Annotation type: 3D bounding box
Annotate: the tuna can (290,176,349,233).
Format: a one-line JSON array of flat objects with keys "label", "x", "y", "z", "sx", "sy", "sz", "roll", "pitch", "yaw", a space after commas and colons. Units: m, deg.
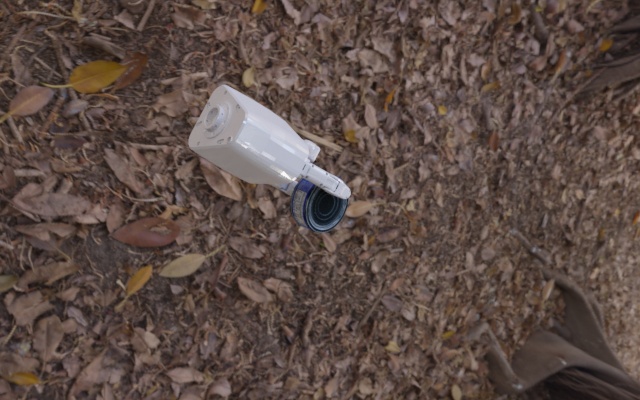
[{"label": "tuna can", "x": 0.001, "y": 0.002, "z": 0.681, "sx": 0.086, "sy": 0.086, "sz": 0.033, "roll": 0, "pitch": 16, "yaw": -44}]
